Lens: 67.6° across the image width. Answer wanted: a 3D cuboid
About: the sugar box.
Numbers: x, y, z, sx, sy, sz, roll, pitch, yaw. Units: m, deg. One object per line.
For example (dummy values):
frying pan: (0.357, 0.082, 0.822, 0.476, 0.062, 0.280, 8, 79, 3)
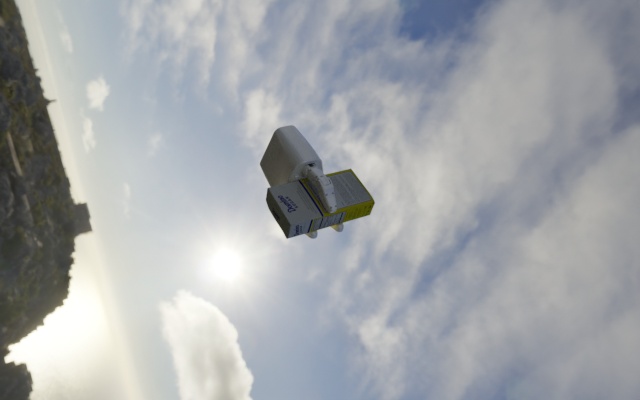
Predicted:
sugar box: (0.000, 0.003, 0.854, 0.176, 0.093, 0.048, -15, -37, -26)
